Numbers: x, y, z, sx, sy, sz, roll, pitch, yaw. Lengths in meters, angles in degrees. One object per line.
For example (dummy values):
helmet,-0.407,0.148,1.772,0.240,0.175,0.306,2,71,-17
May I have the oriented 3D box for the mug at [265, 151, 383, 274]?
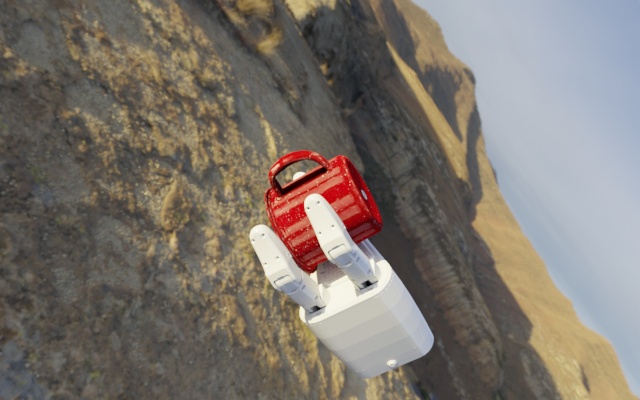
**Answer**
mug,-0.001,0.000,0.447,0.081,0.117,0.093,-29,29,13
